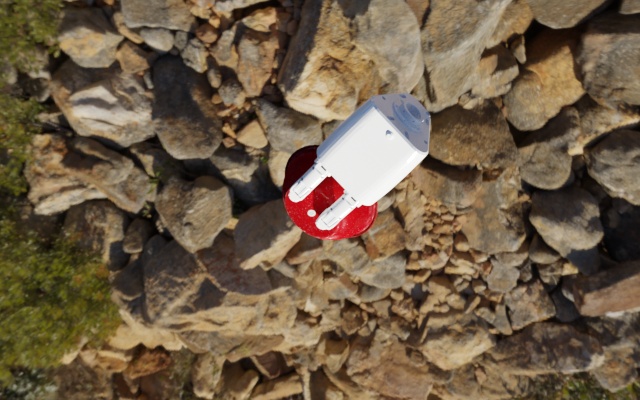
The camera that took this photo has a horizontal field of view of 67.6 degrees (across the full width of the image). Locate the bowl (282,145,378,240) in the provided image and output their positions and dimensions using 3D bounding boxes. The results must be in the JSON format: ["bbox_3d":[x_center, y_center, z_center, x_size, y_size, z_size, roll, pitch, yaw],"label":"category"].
[{"bbox_3d":[-0.001,0.003,0.701,0.162,0.162,0.055,0,32,37],"label":"bowl"}]
